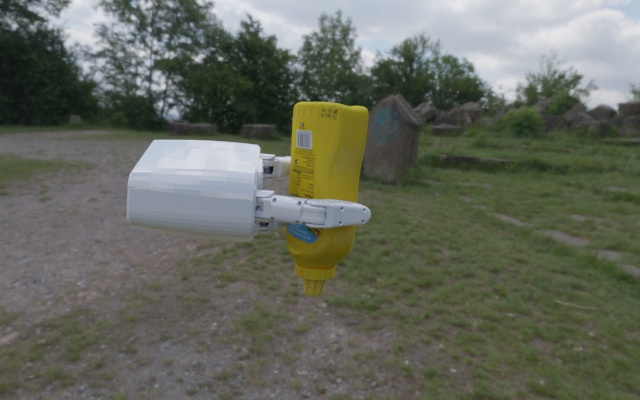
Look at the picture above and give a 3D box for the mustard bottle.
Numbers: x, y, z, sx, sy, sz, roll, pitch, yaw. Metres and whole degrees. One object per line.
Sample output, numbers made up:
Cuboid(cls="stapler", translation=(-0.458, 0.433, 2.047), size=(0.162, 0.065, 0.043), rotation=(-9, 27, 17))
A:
Cuboid(cls="mustard bottle", translation=(0.000, 0.001, 0.473), size=(0.058, 0.191, 0.096), rotation=(0, 10, -31))
